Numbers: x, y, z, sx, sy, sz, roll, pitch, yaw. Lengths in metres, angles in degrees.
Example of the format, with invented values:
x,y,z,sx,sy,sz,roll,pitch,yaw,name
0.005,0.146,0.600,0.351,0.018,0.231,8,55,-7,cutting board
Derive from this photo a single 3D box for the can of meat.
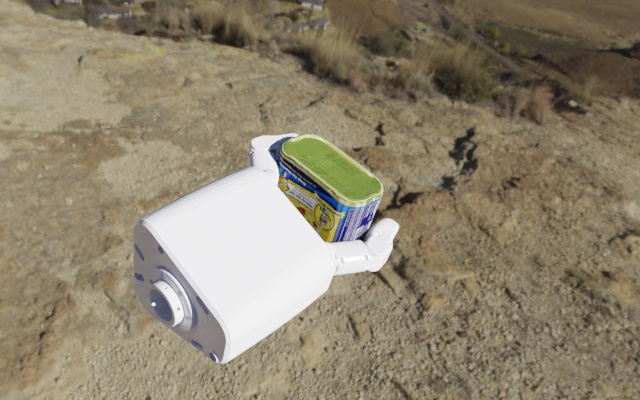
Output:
x,y,z,sx,sy,sz,roll,pitch,yaw,name
0.000,0.001,0.428,0.102,0.084,0.057,39,43,26,can of meat
